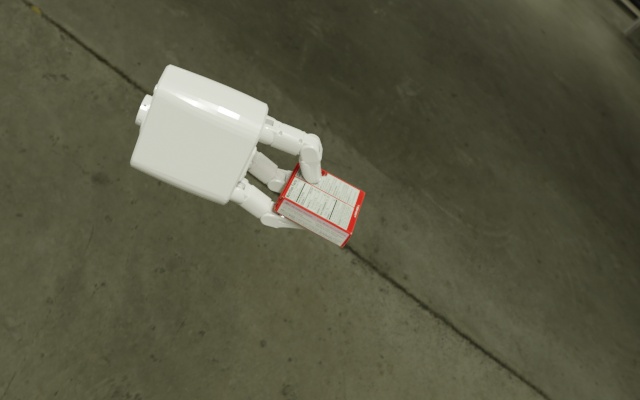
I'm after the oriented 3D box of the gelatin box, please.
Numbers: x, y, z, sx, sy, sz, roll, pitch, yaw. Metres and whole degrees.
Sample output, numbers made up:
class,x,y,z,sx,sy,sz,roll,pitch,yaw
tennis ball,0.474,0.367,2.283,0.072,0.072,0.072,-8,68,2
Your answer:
class,x,y,z,sx,sy,sz,roll,pitch,yaw
gelatin box,0.001,0.002,0.542,0.089,0.073,0.030,28,-47,-5
